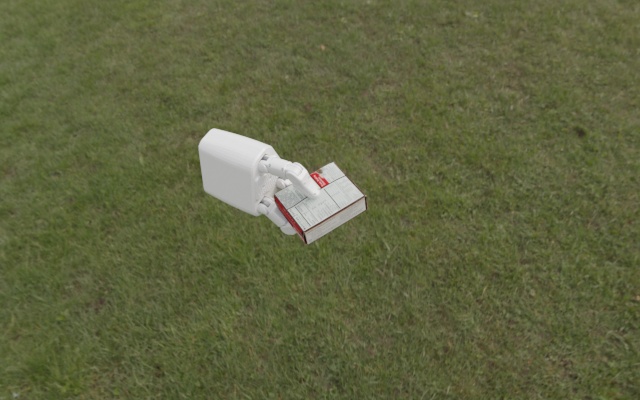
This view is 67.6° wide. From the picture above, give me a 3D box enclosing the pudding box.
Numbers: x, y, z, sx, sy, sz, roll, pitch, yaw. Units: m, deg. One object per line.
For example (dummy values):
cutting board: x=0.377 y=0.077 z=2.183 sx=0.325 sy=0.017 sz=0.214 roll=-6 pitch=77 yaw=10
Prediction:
pudding box: x=0.000 y=0.002 z=0.715 sx=0.113 sy=0.090 sz=0.039 roll=-31 pitch=-34 yaw=-13
